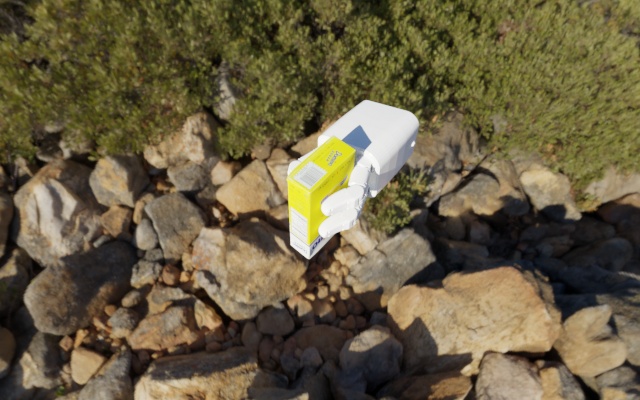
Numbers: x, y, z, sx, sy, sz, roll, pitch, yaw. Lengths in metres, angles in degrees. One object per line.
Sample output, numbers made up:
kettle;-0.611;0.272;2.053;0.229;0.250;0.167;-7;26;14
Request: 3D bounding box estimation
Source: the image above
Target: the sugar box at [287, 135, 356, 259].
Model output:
sugar box;0.001;0.002;0.665;0.048;0.093;0.176;35;-27;23
